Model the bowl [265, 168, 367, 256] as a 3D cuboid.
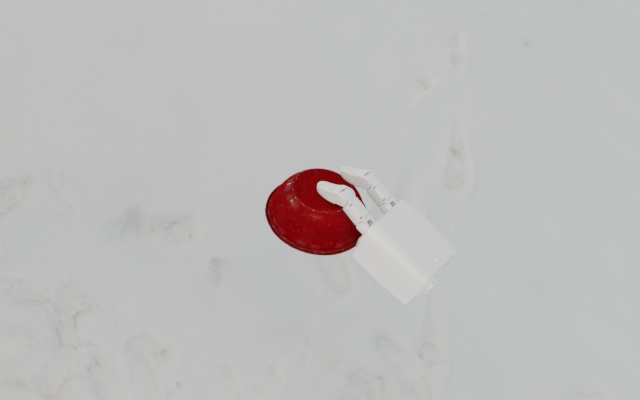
[{"bbox_3d":[-0.001,0.001,0.714,0.162,0.162,0.055,0,-43,-12],"label":"bowl"}]
